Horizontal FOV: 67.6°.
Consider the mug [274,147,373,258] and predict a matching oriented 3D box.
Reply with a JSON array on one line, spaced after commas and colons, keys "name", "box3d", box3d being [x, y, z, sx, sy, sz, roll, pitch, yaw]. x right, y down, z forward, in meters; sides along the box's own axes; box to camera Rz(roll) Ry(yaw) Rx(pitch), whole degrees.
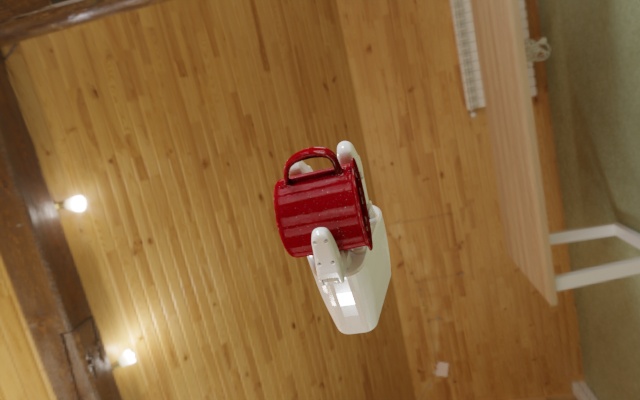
[{"name": "mug", "box3d": [0.000, 0.000, 0.467, 0.081, 0.117, 0.093, -11, 36, 9]}]
